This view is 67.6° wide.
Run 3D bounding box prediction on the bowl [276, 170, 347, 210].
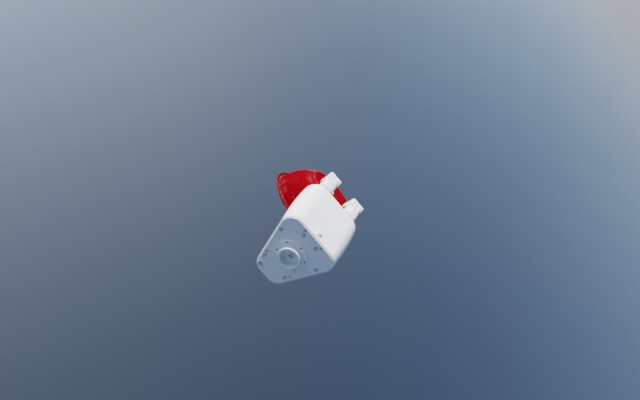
[{"bbox_3d":[0.000,0.002,0.810,0.055,0.162,0.162,-38,-14,18],"label":"bowl"}]
